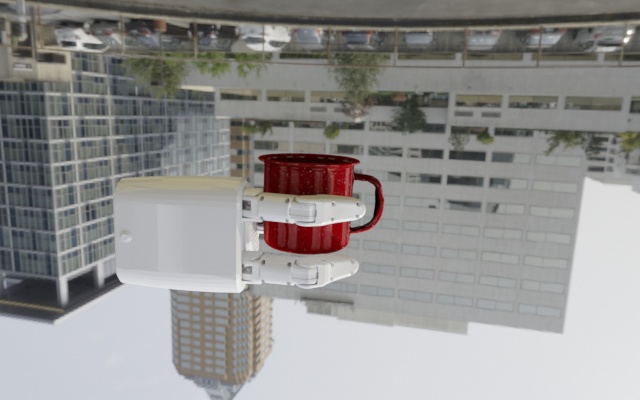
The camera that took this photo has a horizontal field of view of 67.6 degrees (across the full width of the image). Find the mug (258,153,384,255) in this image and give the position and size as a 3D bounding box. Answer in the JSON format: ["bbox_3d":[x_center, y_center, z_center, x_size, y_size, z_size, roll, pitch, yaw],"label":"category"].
[{"bbox_3d":[0.002,0.002,0.443,0.117,0.081,0.093,3,11,2],"label":"mug"}]
